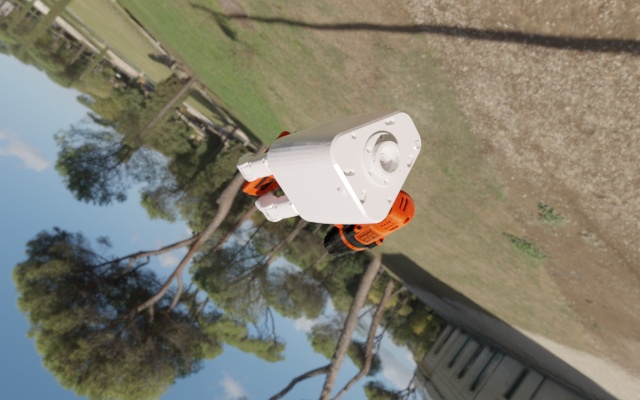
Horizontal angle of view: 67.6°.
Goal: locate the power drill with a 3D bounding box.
[{"bbox_3d":[0.000,0.002,0.611,0.188,0.057,0.184,29,-33,-15],"label":"power drill"}]
